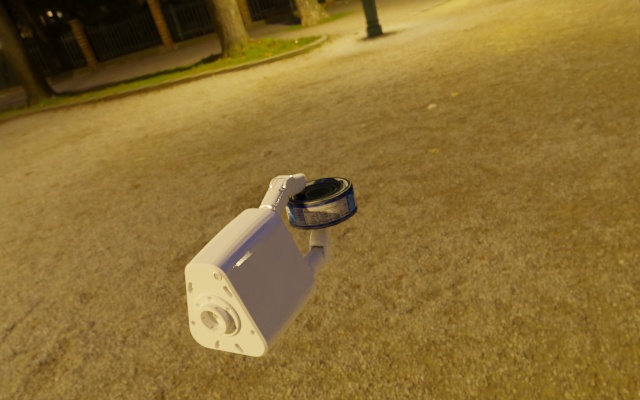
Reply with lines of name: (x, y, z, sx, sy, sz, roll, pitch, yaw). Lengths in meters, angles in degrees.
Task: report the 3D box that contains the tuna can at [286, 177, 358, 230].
tuna can: (0.000, 0.001, 0.575, 0.086, 0.034, 0.086, -12, 20, 4)
